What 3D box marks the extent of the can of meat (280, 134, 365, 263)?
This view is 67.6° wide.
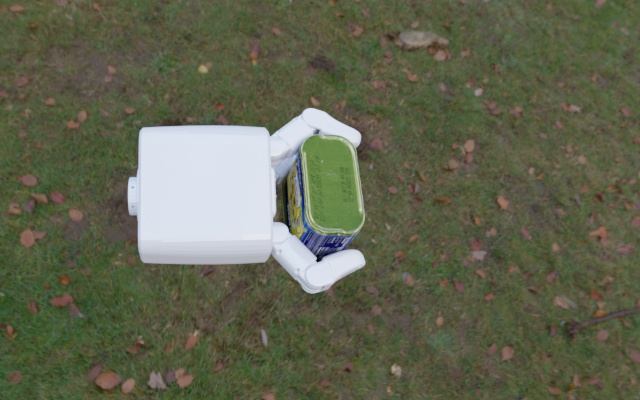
[{"bbox_3d":[0.000,0.001,0.440,0.057,0.102,0.084,1,-26,-15],"label":"can of meat"}]
